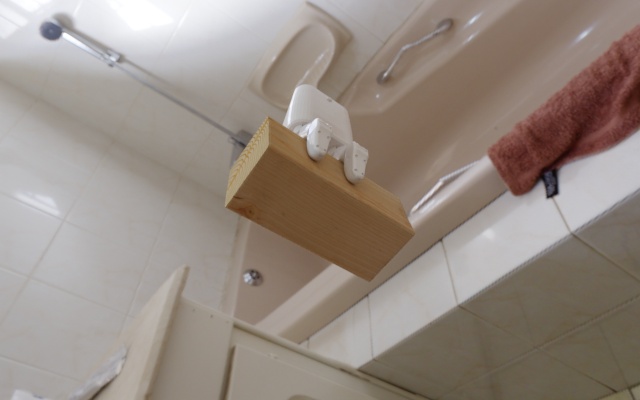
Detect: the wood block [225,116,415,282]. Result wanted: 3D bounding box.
[{"bbox_3d":[0.000,0.002,0.576,0.206,0.091,0.090,30,24,-22],"label":"wood block"}]
